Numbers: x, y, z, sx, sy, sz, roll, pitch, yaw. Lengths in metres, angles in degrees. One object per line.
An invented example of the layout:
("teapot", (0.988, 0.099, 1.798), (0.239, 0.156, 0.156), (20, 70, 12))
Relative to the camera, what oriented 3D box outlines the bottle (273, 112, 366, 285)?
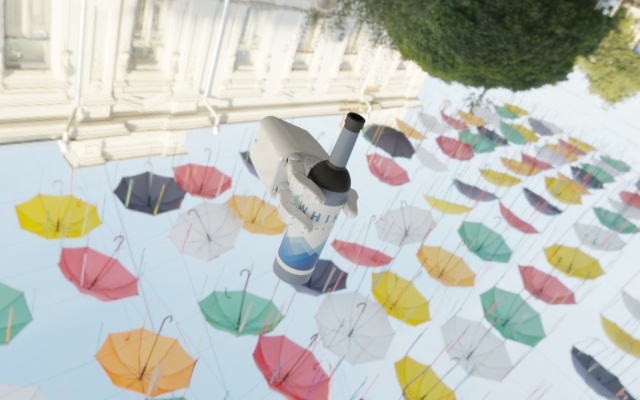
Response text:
("bottle", (0.000, 0.003, 0.718), (0.069, 0.296, 0.069), (16, 33, -11))
